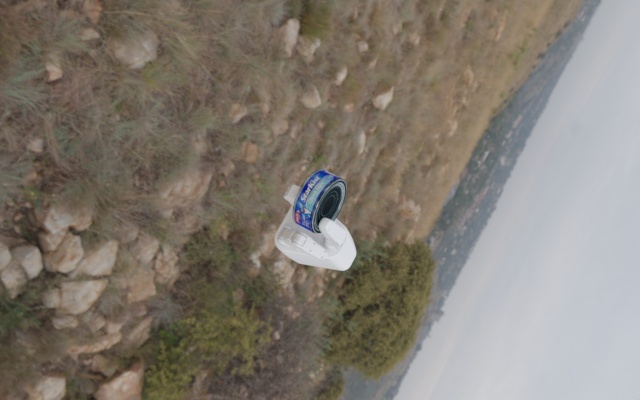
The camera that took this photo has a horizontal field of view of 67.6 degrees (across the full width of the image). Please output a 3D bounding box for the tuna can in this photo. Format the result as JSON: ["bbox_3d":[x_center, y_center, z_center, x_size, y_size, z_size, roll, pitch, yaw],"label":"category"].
[{"bbox_3d":[0.001,0.002,0.659,0.033,0.086,0.086,27,12,24],"label":"tuna can"}]
